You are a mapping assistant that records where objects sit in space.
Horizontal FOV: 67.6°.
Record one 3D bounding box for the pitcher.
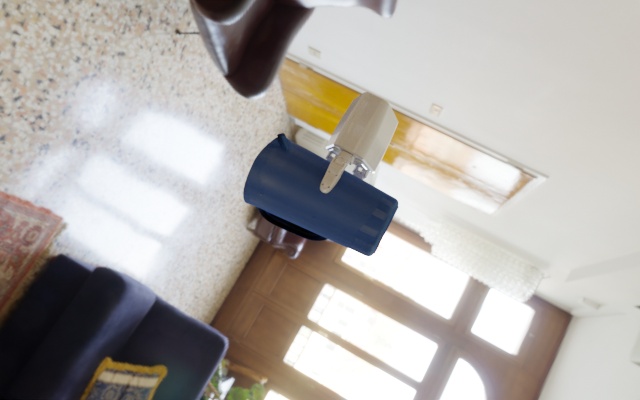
[{"bbox_3d":[0.000,0.002,0.814,0.243,0.145,0.149,27,-4,9],"label":"pitcher"}]
